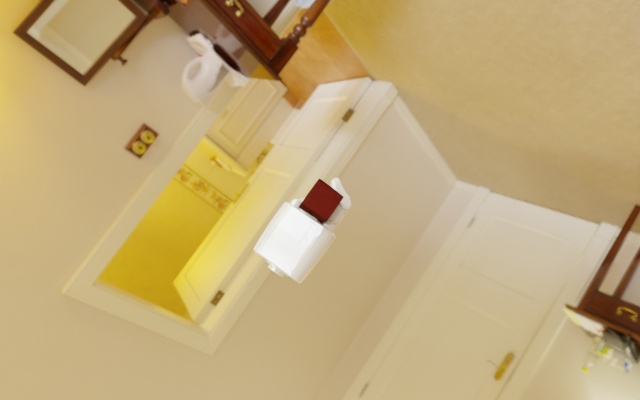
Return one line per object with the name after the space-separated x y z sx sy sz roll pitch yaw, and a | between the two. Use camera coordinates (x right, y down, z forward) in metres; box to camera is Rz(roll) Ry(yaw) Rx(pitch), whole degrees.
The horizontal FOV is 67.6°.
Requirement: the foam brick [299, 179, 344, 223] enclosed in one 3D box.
0.000 0.003 0.818 0.053 0.051 0.078 36 -8 -1 | foam brick
